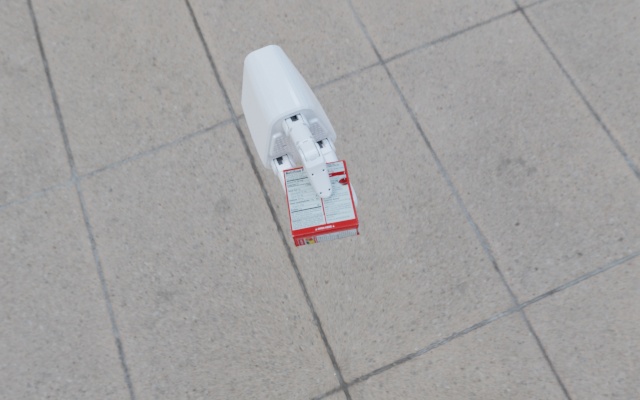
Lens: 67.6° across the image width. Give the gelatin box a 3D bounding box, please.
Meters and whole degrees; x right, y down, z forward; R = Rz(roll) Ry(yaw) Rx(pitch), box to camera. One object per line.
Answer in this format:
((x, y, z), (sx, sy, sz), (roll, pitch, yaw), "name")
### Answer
((0.000, 0.002, 0.535), (0.073, 0.089, 0.030), (-11, -30, 0), "gelatin box")
